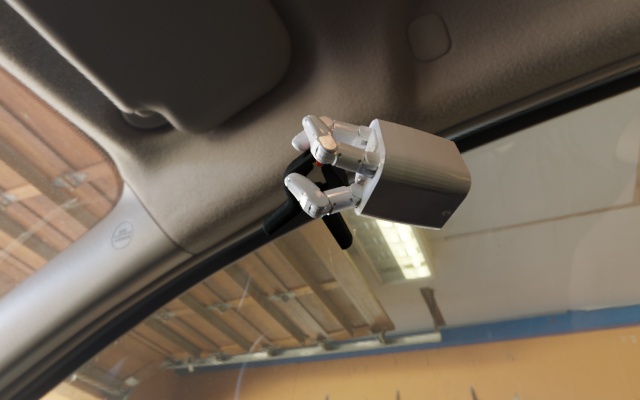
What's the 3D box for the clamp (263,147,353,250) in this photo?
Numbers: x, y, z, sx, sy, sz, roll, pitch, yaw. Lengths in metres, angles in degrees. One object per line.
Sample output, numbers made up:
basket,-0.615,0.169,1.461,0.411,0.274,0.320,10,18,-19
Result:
clamp,0.000,0.001,0.592,0.120,0.039,0.172,12,-41,-9
